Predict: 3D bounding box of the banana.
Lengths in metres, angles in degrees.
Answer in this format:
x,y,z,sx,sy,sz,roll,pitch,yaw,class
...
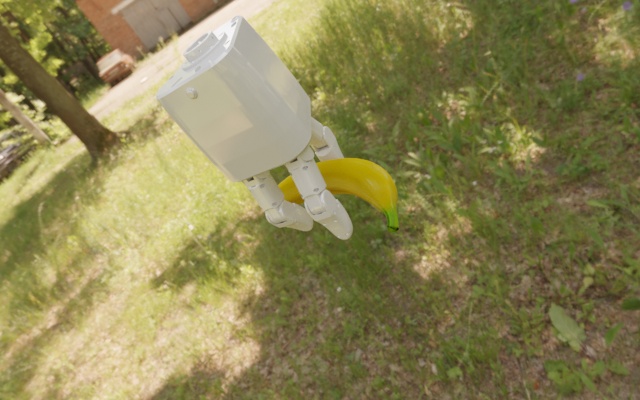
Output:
x,y,z,sx,sy,sz,roll,pitch,yaw,class
0.011,-0.013,0.506,0.198,0.069,0.037,7,-29,49,banana
